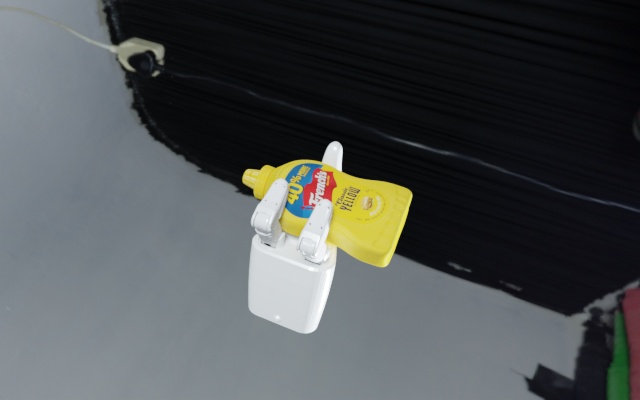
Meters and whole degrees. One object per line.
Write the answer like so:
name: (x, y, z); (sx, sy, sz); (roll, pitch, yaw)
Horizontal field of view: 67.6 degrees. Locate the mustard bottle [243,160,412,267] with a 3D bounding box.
mustard bottle: (0.000, 0.002, 0.544); (0.191, 0.096, 0.058); (19, -33, 12)
